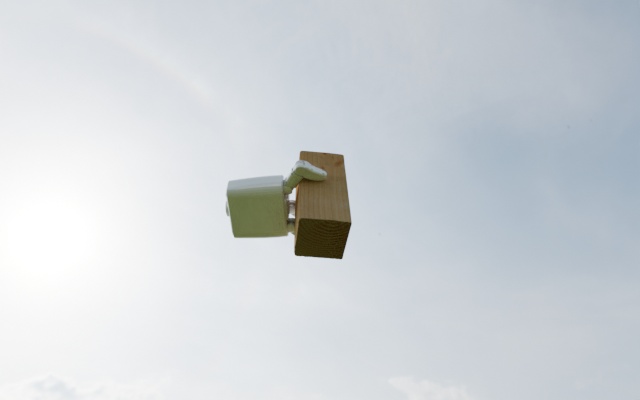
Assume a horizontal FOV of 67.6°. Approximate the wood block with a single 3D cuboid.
[{"bbox_3d":[0.000,0.003,0.892,0.090,0.091,0.206,5,39,-6],"label":"wood block"}]
